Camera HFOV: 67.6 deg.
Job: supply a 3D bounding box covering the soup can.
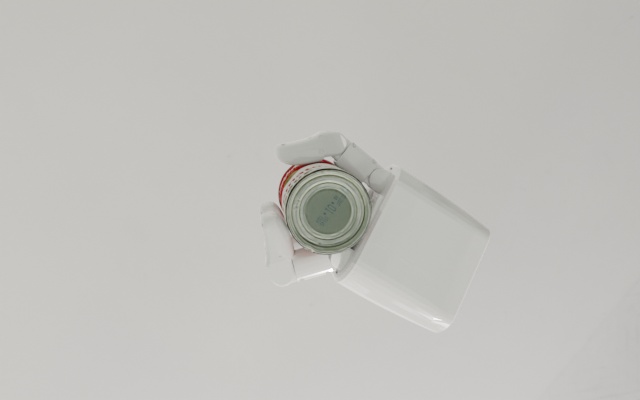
[{"bbox_3d":[0.000,0.001,0.405,0.068,0.068,0.102,0,9,-7],"label":"soup can"}]
